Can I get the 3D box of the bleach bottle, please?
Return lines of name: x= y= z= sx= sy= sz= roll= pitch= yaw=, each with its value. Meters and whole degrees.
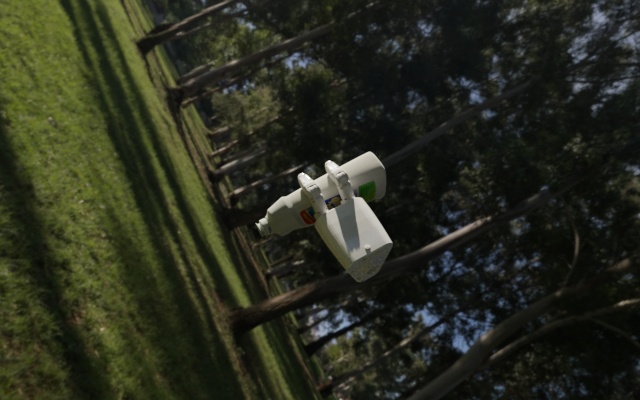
bleach bottle: x=0.000 y=0.003 z=0.885 sx=0.251 sy=0.068 sz=0.103 roll=-27 pitch=-31 yaw=-12
